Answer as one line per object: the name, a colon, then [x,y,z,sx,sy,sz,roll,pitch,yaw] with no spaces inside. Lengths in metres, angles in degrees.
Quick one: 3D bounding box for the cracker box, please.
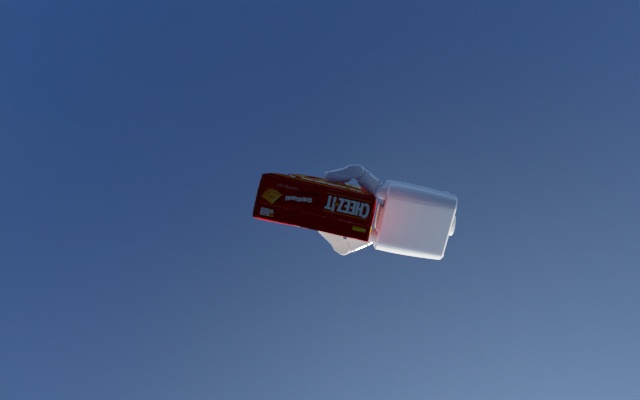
cracker box: [0.000,0.003,0.749,0.164,0.072,0.213,12,3,4]
